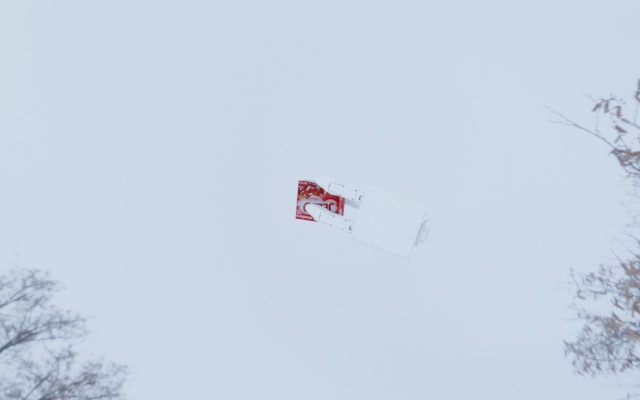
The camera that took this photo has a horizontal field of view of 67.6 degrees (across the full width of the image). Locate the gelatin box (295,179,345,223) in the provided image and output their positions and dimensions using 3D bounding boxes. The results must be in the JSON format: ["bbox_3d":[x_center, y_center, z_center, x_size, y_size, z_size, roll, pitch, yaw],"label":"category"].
[{"bbox_3d":[0.000,0.003,0.871,0.089,0.073,0.030,9,8,25],"label":"gelatin box"}]
